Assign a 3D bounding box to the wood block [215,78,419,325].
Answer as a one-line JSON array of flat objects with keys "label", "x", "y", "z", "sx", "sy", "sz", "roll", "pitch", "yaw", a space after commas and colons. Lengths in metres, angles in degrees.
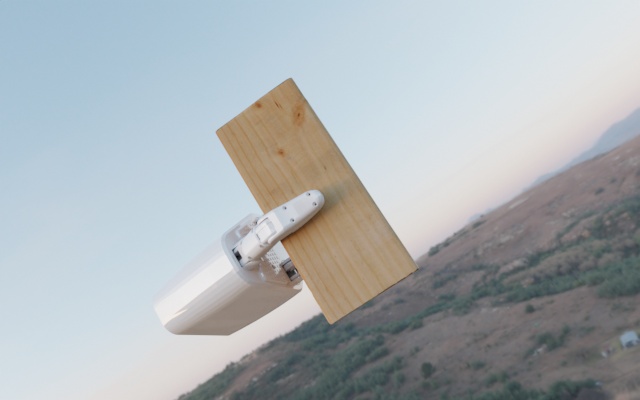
[{"label": "wood block", "x": 0.000, "y": 0.002, "z": 0.458, "sx": 0.090, "sy": 0.206, "sz": 0.091, "roll": -34, "pitch": -13, "yaw": 6}]
